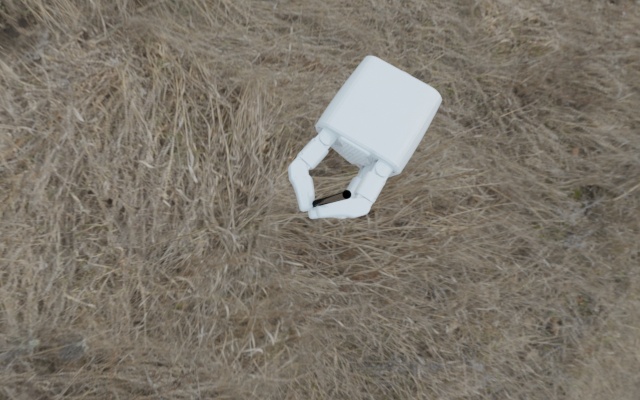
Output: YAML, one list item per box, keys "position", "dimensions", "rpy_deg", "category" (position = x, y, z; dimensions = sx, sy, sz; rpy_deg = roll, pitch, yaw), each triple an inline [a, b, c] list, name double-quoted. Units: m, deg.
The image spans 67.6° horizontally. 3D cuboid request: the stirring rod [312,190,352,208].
- position: [0.000, 0.002, 0.519]
  dimensions: [0.011, 0.011, 0.239]
  rpy_deg: [0, -3, -11]
  category: "stirring rod"
